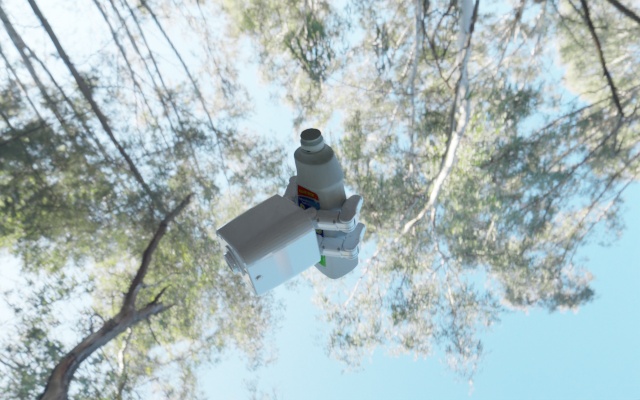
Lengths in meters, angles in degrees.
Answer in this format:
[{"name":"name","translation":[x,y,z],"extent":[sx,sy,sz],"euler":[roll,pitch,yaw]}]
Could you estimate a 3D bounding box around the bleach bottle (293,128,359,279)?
[{"name":"bleach bottle","translation":[0.000,0.002,0.698],"extent":[0.068,0.251,0.102],"euler":[-31,46,-20]}]
